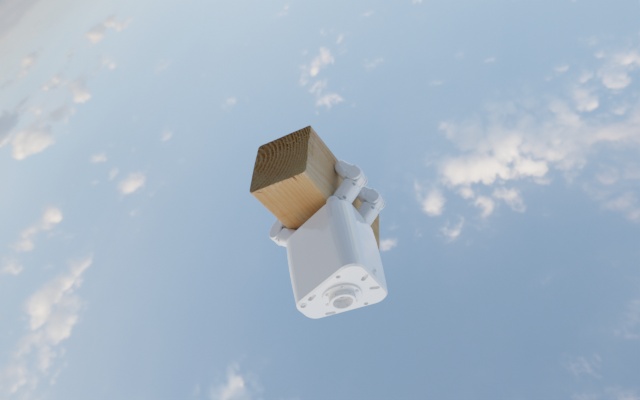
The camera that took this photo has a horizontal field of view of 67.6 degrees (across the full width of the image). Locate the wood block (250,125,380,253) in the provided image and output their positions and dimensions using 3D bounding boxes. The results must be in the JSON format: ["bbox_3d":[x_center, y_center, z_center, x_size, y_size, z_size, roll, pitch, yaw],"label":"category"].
[{"bbox_3d":[0.000,0.003,0.693,0.091,0.090,0.206,-19,-45,25],"label":"wood block"}]
